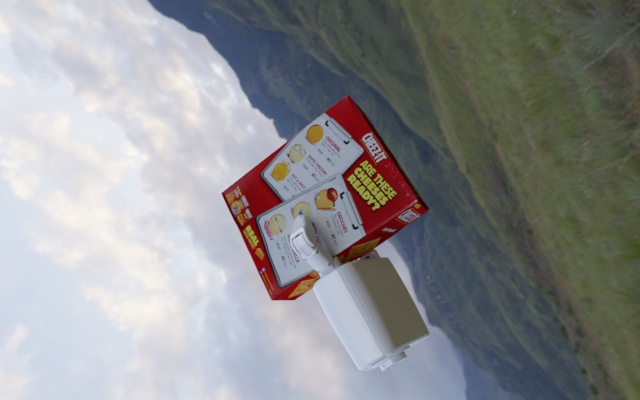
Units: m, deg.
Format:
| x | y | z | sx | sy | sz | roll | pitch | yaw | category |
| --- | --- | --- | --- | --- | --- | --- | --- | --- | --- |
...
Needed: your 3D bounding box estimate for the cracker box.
| x | y | z | sx | sy | sz | roll | pitch | yaw | category |
| --- | --- | --- | --- | --- | --- | --- | --- | --- | --- |
| 0.000 | 0.002 | 0.601 | 0.214 | 0.164 | 0.072 | -36 | -23 | 15 | cracker box |
